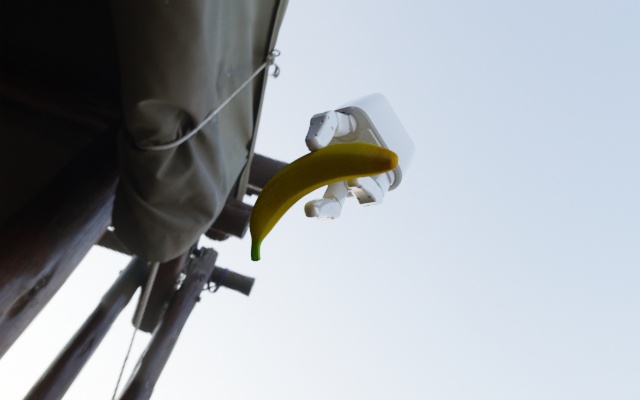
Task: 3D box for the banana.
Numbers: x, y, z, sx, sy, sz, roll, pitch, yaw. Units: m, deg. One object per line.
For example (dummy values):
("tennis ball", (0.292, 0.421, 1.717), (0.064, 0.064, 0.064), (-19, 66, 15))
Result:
("banana", (-0.012, -0.012, 0.489), (0.198, 0.069, 0.037), (-36, -12, 28))
